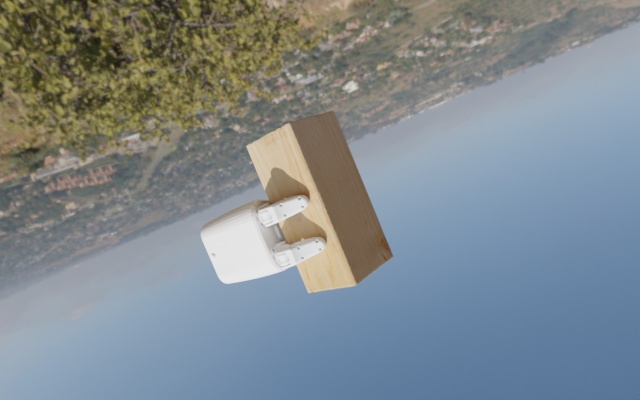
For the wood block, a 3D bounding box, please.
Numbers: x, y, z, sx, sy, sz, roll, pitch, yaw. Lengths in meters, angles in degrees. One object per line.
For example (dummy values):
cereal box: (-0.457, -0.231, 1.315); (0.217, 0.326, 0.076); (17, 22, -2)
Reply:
wood block: (0.000, 0.002, 0.616); (0.090, 0.206, 0.091); (-19, 5, 43)
